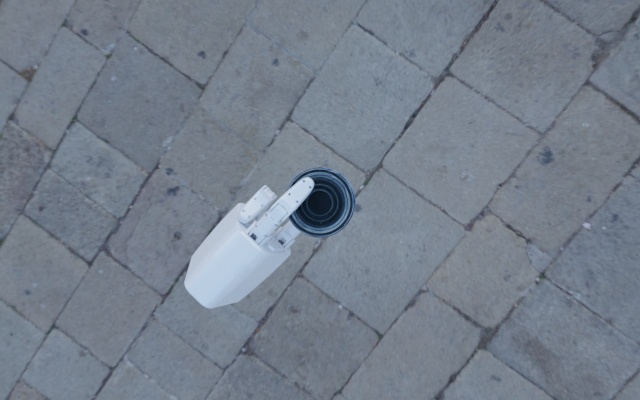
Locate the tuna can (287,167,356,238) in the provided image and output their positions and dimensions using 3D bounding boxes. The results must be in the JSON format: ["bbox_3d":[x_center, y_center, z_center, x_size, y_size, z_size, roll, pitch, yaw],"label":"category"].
[{"bbox_3d":[0.000,0.002,0.585,0.086,0.086,0.034,0,3,5],"label":"tuna can"}]
